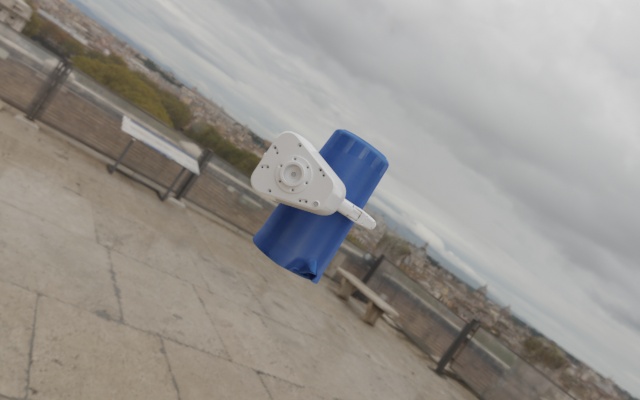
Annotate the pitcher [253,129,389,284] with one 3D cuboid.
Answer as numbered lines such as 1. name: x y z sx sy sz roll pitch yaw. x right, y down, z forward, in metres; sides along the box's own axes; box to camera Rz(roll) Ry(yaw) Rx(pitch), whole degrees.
1. pitcher: 0.000 0.003 0.807 0.149 0.243 0.145 35 2 12
